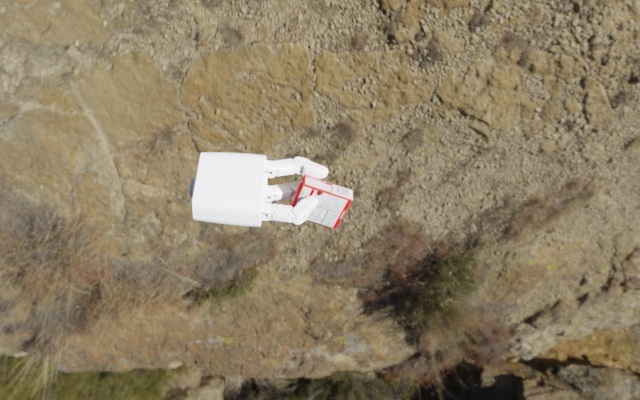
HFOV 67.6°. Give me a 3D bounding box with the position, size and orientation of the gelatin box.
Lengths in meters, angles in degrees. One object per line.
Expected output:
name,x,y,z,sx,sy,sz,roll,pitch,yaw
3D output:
gelatin box,0.000,0.003,0.795,0.089,0.073,0.030,18,40,-11
